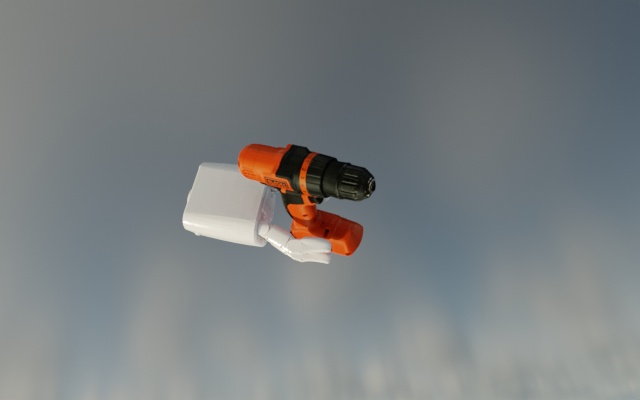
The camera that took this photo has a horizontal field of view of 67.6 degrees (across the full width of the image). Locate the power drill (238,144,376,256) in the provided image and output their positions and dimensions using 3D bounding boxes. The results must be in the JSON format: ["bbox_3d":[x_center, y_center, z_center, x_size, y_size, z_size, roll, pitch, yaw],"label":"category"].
[{"bbox_3d":[0.000,0.002,0.629,0.184,0.057,0.188,16,-28,28],"label":"power drill"}]
